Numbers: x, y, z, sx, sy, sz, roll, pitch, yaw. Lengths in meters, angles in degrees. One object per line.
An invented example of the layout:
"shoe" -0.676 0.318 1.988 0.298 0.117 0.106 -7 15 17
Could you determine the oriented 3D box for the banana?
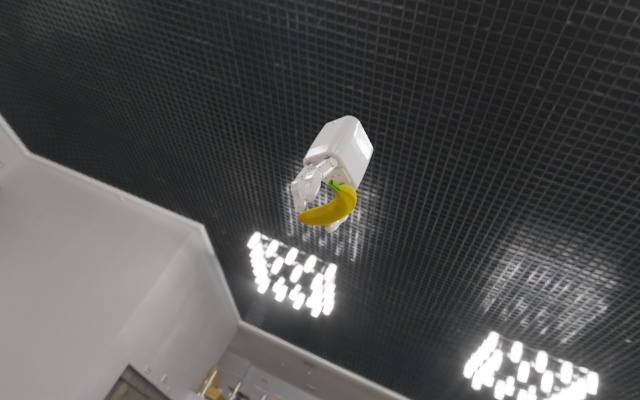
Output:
"banana" 0.017 0.010 0.850 0.069 0.037 0.198 28 -28 -7
